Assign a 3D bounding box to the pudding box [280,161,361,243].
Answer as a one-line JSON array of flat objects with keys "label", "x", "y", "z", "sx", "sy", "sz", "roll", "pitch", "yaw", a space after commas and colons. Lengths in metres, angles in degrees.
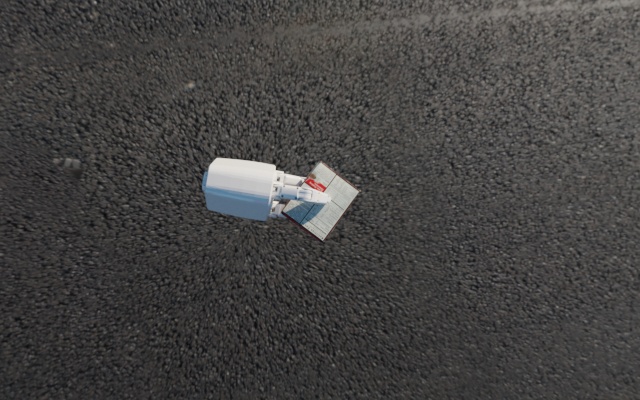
[{"label": "pudding box", "x": 0.000, "y": 0.003, "z": 0.816, "sx": 0.090, "sy": 0.113, "sz": 0.039, "roll": 37, "pitch": -6, "yaw": -3}]
